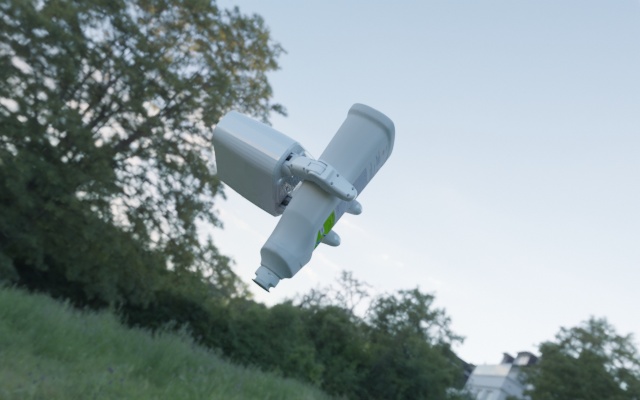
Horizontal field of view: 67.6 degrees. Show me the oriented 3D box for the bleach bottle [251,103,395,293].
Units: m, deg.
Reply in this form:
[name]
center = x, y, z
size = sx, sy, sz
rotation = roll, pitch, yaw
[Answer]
[bleach bottle]
center = 0.000, 0.002, 0.594
size = 0.068, 0.250, 0.103
rotation = 31, -19, 18
